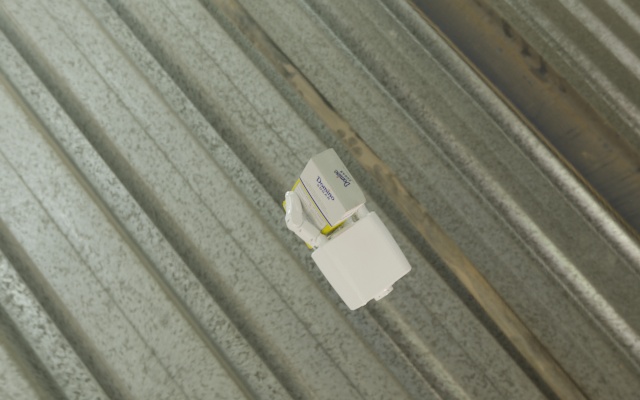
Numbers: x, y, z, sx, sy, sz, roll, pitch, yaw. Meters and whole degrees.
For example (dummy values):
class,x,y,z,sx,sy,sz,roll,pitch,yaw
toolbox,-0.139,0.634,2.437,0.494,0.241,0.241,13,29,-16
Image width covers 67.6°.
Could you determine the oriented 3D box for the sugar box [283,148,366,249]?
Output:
class,x,y,z,sx,sy,sz,roll,pitch,yaw
sugar box,0.001,0.002,0.732,0.048,0.093,0.176,-28,-10,-29
